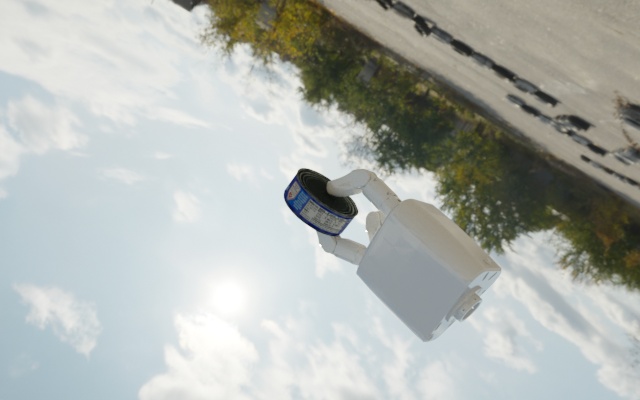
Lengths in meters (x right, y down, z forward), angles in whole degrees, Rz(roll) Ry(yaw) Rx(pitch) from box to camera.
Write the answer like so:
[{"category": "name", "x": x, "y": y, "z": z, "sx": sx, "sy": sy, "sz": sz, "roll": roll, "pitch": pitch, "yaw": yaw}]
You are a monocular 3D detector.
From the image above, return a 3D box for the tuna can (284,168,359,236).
[{"category": "tuna can", "x": 0.000, "y": 0.002, "z": 0.556, "sx": 0.086, "sy": 0.034, "sz": 0.086, "roll": 32, "pitch": 21, "yaw": -14}]
